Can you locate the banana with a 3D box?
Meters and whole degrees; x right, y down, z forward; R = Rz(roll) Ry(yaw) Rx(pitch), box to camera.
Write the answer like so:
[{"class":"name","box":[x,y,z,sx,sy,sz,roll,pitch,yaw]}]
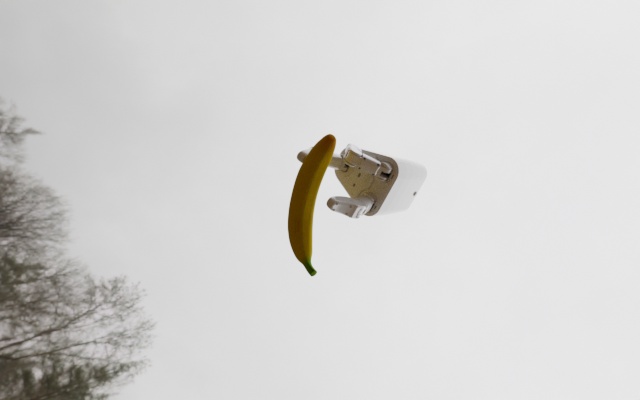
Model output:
[{"class":"banana","box":[-0.015,0.003,0.679,0.069,0.198,0.037,11,7,38]}]
